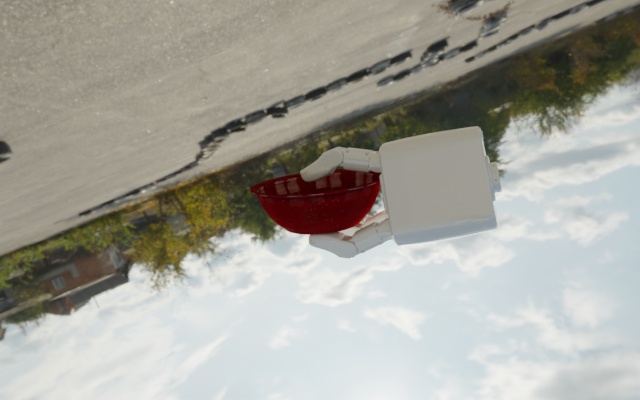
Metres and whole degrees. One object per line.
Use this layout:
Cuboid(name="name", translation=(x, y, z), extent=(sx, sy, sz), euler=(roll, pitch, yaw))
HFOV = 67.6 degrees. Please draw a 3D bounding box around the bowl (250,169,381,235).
Cuboid(name="bowl", translation=(-0.001, 0.002, 0.569), extent=(0.162, 0.055, 0.162), euler=(-6, 12, 1))
